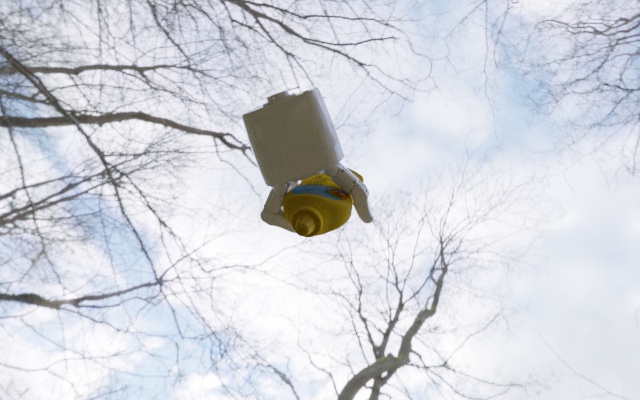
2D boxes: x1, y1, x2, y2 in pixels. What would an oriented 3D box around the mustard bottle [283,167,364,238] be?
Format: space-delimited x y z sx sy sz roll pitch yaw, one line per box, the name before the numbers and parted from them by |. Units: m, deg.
mustard bottle | 0.000 0.002 0.682 0.096 0.058 0.191 10 23 11
